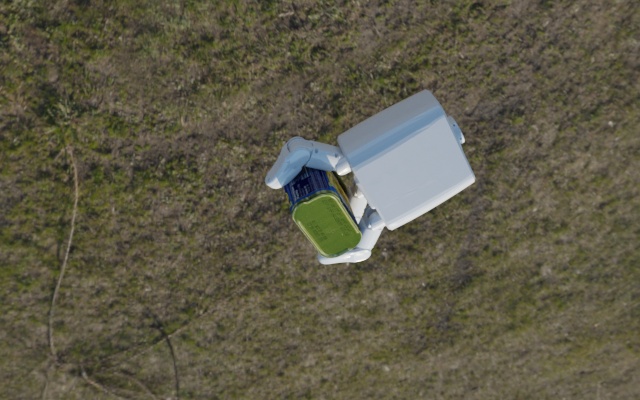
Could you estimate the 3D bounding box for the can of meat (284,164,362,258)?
[{"bbox_3d":[0.000,0.002,0.522,0.057,0.084,0.102,-28,-47,8],"label":"can of meat"}]
